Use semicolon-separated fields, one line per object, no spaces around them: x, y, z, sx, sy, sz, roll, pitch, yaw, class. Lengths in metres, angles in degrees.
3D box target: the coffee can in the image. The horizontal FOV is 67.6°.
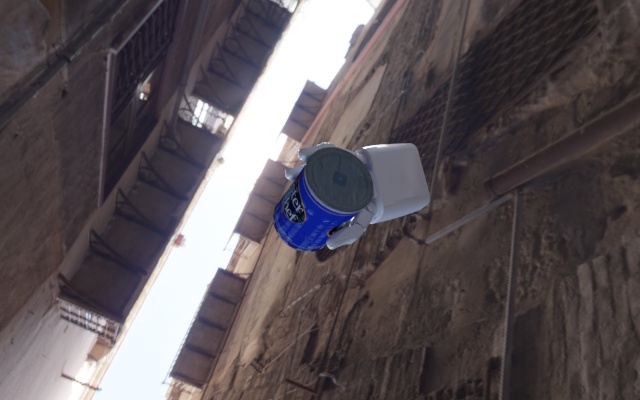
0.000;0.002;0.704;0.103;0.102;0.140;0;-28;-27;coffee can
